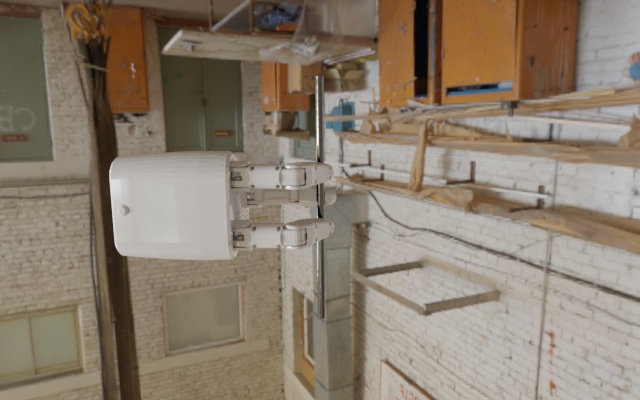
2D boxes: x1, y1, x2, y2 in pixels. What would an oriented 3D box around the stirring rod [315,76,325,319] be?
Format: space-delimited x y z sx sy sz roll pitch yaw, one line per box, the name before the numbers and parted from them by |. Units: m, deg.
stirring rod | 0.000 0.001 0.471 0.011 0.239 0.011 0 10 0
